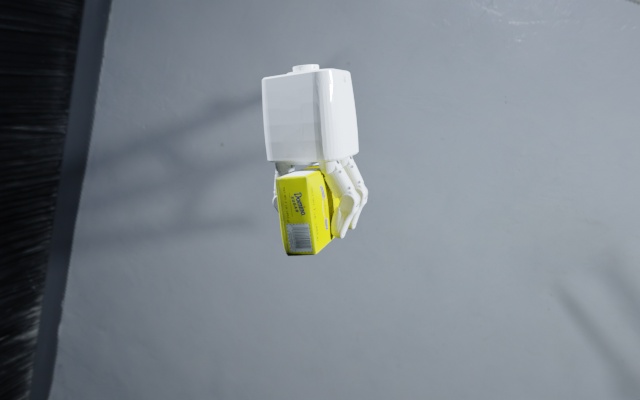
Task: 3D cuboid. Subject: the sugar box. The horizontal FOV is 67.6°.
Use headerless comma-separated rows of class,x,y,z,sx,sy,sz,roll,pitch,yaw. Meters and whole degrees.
sugar box,0.001,0.002,0.616,0.048,0.093,0.176,-2,11,22
